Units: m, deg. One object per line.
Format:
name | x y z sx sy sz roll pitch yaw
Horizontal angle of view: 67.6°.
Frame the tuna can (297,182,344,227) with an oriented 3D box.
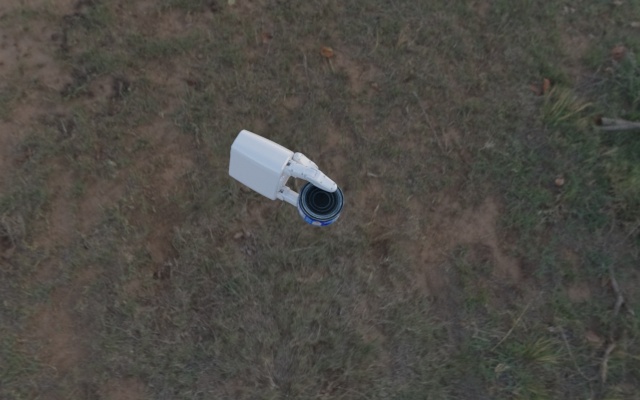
tuna can | 0.000 0.003 0.879 0.086 0.086 0.034 0 -19 -9
